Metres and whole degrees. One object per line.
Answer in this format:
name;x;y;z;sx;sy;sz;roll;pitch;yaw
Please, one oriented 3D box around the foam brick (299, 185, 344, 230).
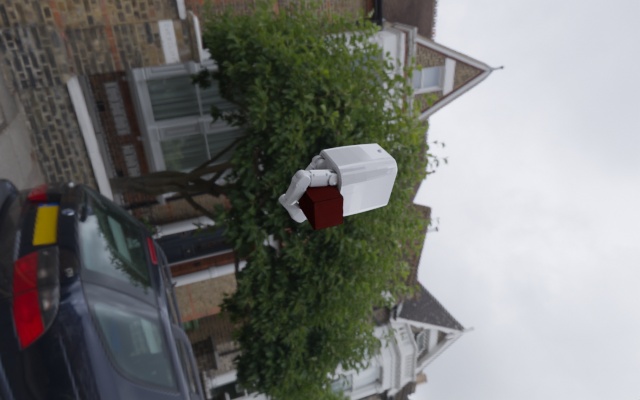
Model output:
foam brick;0.000;0.003;0.771;0.051;0.053;0.078;-11;33;-18
